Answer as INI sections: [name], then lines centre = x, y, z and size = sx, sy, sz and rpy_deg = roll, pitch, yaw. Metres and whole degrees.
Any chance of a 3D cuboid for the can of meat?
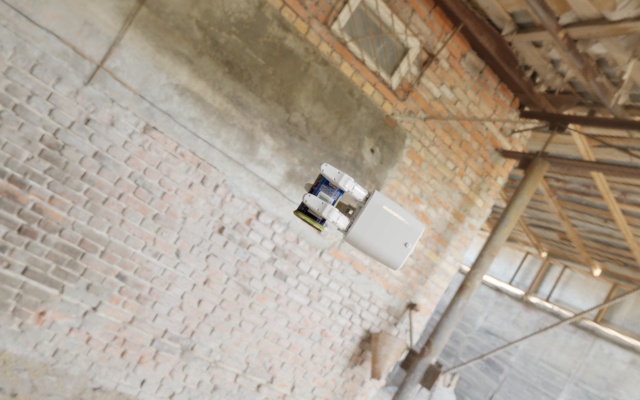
[can of meat]
centre = 0.000, 0.002, 0.810
size = 0.057, 0.084, 0.102
rpy_deg = 33, -5, 1
